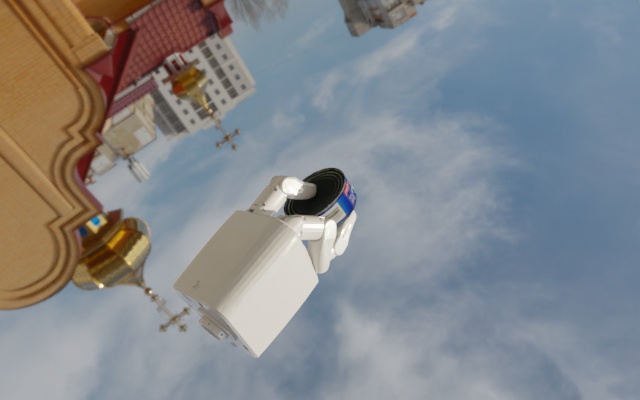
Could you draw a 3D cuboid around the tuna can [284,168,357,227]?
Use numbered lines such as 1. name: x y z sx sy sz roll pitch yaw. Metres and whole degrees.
1. tuna can: 0.000 0.002 0.577 0.086 0.086 0.034 0 -43 45
